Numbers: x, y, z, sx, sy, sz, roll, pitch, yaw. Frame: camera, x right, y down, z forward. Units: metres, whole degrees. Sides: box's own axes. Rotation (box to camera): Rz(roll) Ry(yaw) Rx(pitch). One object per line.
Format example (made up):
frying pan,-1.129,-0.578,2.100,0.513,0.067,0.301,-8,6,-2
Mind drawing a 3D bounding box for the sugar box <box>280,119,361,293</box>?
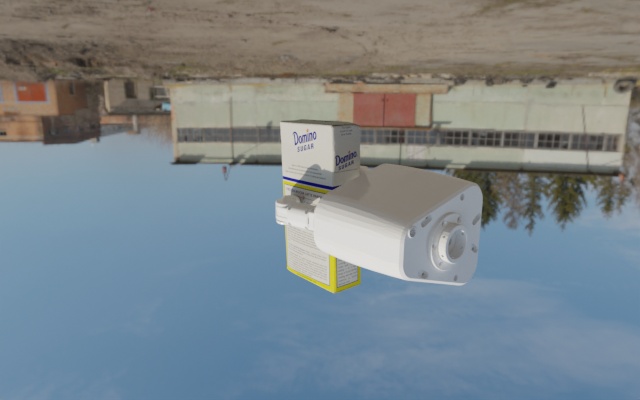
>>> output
sugar box,0.001,0.002,0.524,0.048,0.176,0.093,-9,16,-38
